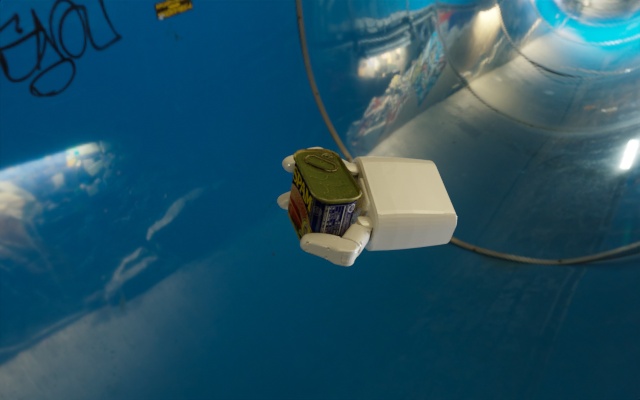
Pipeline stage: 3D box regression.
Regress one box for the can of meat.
[{"bbox_3d":[0.000,0.002,0.551,0.057,0.084,0.102,-4,38,-20],"label":"can of meat"}]
